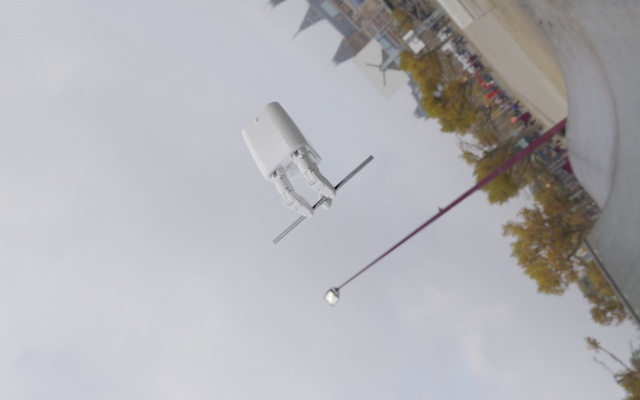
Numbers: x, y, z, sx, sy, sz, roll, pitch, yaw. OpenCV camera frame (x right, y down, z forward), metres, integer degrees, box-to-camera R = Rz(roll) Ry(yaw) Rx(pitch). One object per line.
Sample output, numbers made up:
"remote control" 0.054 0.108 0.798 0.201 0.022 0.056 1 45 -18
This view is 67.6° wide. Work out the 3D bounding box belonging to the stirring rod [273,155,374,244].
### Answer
"stirring rod" 0.000 0.003 0.818 0.239 0.011 0.011 -41 -19 23
